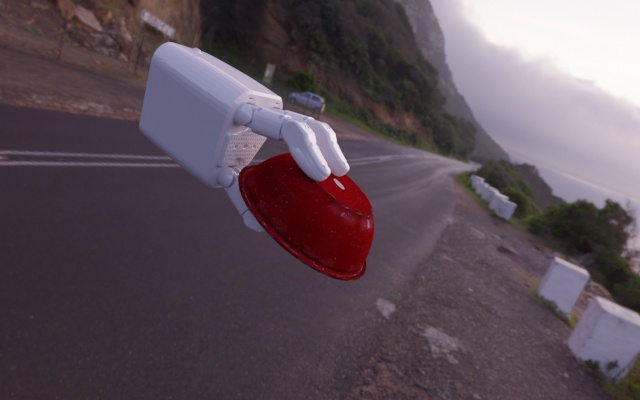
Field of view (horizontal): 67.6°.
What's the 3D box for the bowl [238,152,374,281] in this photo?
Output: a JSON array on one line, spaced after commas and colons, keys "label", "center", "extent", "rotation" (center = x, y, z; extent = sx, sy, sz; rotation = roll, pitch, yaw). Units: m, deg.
[{"label": "bowl", "center": [0.001, 0.002, 0.475], "extent": [0.162, 0.055, 0.162], "rotation": [36, 19, -15]}]
